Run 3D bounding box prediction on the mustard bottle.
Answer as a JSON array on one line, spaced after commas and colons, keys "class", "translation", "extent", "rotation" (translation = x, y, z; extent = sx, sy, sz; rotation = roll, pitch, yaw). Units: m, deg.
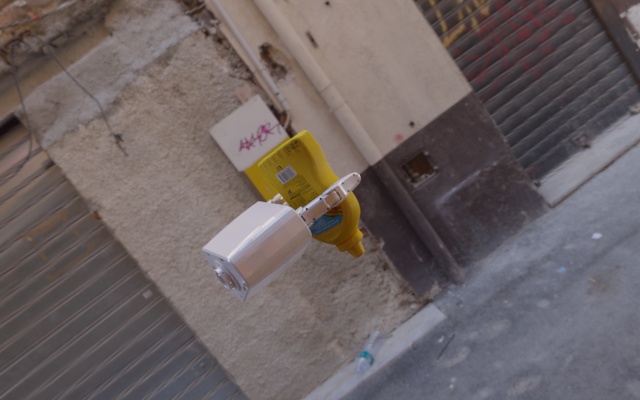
[{"class": "mustard bottle", "translation": [0.000, 0.002, 0.675], "extent": [0.096, 0.191, 0.058], "rotation": [-31, 9, 39]}]
